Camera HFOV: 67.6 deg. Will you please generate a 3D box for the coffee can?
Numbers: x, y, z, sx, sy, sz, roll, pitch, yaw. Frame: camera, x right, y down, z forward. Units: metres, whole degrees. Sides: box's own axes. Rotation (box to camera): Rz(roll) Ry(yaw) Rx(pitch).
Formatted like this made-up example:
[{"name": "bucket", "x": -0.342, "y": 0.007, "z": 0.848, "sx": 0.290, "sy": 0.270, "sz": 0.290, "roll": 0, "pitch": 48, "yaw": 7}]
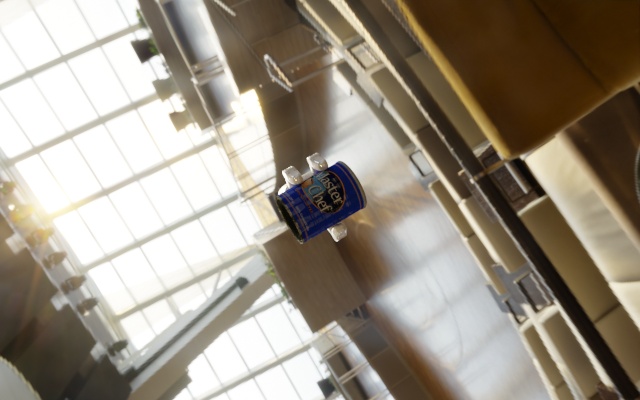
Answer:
[{"name": "coffee can", "x": 0.000, "y": 0.003, "z": 0.889, "sx": 0.140, "sy": 0.103, "sz": 0.103, "roll": -30, "pitch": 7, "yaw": -13}]
